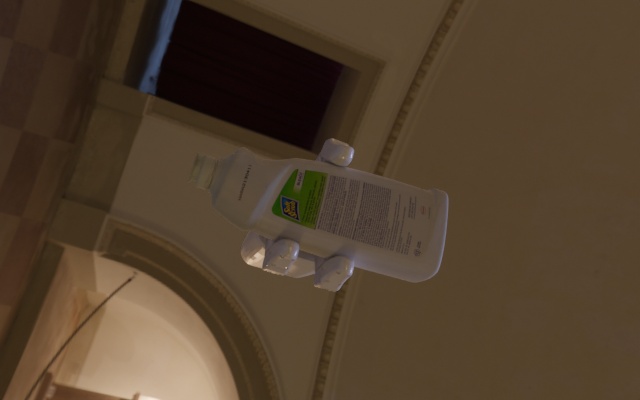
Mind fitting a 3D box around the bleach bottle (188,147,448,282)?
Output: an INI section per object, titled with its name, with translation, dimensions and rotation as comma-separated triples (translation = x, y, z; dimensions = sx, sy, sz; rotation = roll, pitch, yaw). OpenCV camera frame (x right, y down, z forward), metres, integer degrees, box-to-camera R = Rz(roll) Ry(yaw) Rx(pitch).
[bleach bottle]
translation = 0.000, 0.002, 0.469
dimensions = 0.251, 0.102, 0.068
rotation = 19, -24, -15
